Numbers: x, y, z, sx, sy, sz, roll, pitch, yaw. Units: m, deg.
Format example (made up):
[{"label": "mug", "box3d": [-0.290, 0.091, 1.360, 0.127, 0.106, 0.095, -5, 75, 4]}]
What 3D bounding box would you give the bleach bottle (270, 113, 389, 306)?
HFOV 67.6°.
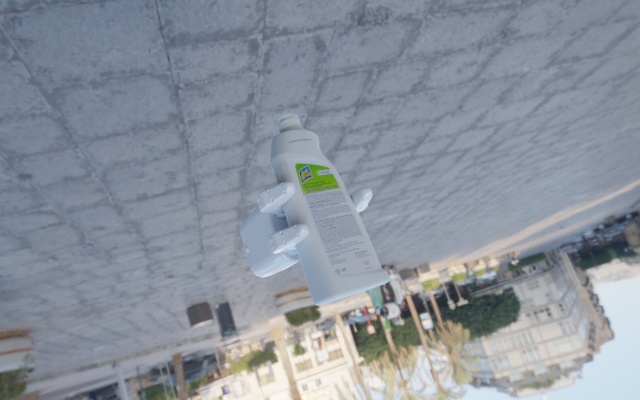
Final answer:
[{"label": "bleach bottle", "box3d": [0.000, 0.002, 0.625, 0.102, 0.250, 0.068, -9, -17, -36]}]
